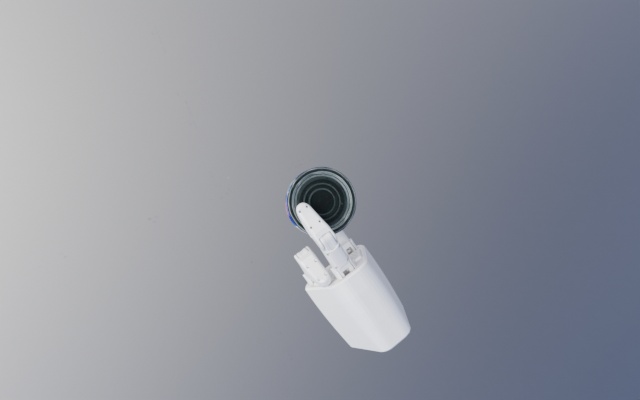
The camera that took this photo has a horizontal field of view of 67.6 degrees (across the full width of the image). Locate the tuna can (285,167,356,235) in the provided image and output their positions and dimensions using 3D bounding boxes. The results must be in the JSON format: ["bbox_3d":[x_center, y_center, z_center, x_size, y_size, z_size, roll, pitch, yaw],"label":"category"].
[{"bbox_3d":[0.000,0.002,0.586,0.086,0.086,0.034,0,-2,-8],"label":"tuna can"}]
